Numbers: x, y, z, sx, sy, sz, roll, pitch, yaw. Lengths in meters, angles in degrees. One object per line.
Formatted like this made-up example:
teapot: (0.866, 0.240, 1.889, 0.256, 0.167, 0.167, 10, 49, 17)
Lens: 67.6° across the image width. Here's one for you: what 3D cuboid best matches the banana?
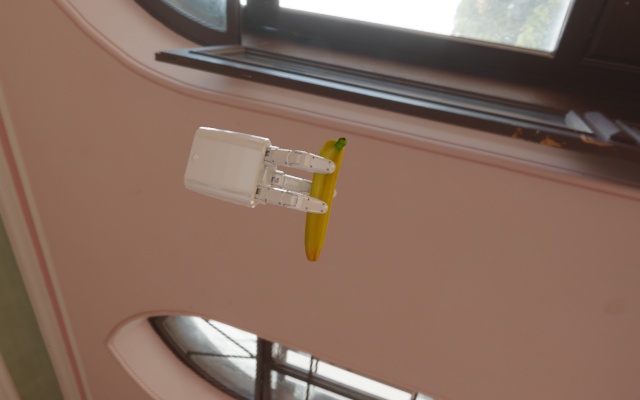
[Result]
banana: (0.002, -0.008, 0.701, 0.037, 0.198, 0.069, 11, 23, -1)
